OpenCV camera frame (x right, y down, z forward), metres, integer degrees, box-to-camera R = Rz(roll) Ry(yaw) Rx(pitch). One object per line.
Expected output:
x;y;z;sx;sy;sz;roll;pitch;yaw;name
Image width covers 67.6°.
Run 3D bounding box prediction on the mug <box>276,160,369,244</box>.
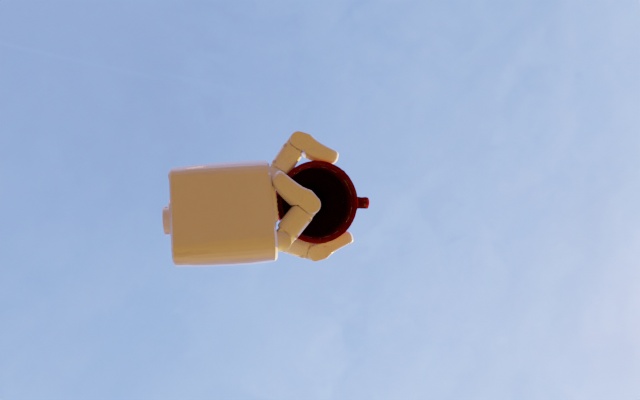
0.001;0.002;0.573;0.117;0.093;0.081;-2;0;-13;mug
